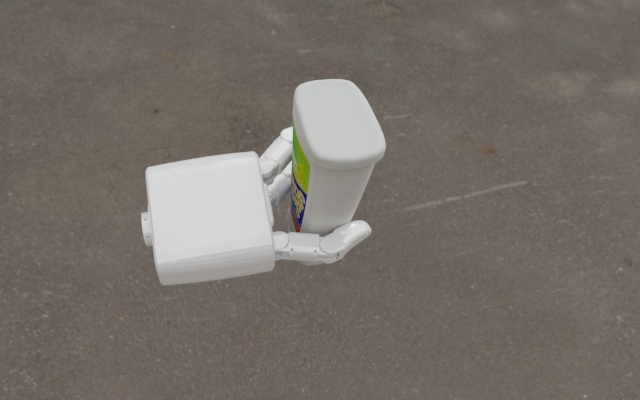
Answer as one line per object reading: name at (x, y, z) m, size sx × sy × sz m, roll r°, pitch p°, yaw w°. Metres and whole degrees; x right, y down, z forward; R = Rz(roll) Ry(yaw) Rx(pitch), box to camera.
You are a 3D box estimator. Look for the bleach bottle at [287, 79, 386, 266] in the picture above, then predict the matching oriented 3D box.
bleach bottle at (0.000, 0.002, 0.500) m, size 0.068 × 0.102 × 0.251 m, roll -8°, pitch -35°, yaw -14°
